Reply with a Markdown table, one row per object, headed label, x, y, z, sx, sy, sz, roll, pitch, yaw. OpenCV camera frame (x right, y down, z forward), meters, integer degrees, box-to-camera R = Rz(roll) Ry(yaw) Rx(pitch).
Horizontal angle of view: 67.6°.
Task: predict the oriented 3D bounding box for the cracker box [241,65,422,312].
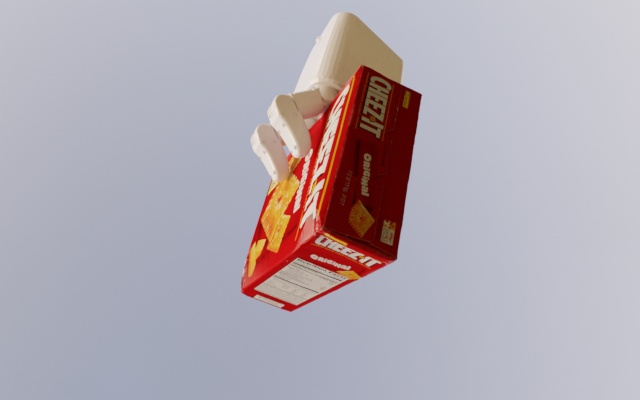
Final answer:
| label | x | y | z | sx | sy | sz | roll | pitch | yaw |
| --- | --- | --- | --- | --- | --- | --- | --- | --- | --- |
| cracker box | 0.000 | 0.002 | 0.459 | 0.072 | 0.164 | 0.214 | 22 | -30 | -16 |
